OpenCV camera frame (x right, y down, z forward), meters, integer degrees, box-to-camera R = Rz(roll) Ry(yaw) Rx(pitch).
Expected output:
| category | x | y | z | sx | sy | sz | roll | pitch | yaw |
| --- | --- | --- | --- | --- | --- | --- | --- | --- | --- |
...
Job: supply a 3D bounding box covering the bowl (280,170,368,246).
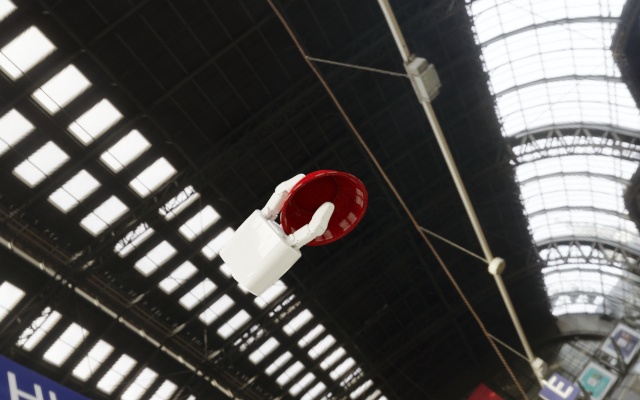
| category | x | y | z | sx | sy | sz | roll | pitch | yaw |
| --- | --- | --- | --- | --- | --- | --- | --- | --- | --- |
| bowl | 0.001 | 0.002 | 0.851 | 0.162 | 0.162 | 0.055 | 0 | 37 | -24 |
